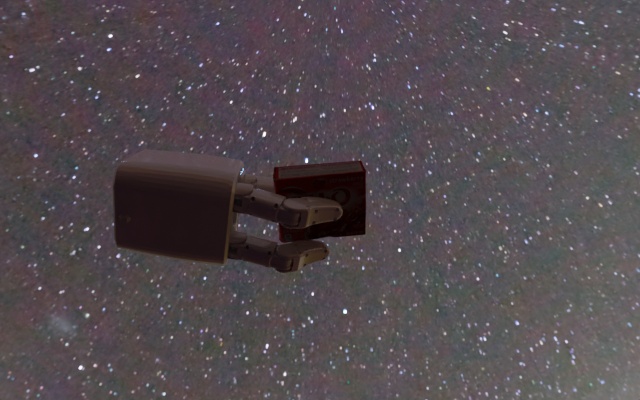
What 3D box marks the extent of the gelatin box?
[{"bbox_3d":[0.000,0.001,0.475,0.089,0.073,0.030,-5,30,-4],"label":"gelatin box"}]
